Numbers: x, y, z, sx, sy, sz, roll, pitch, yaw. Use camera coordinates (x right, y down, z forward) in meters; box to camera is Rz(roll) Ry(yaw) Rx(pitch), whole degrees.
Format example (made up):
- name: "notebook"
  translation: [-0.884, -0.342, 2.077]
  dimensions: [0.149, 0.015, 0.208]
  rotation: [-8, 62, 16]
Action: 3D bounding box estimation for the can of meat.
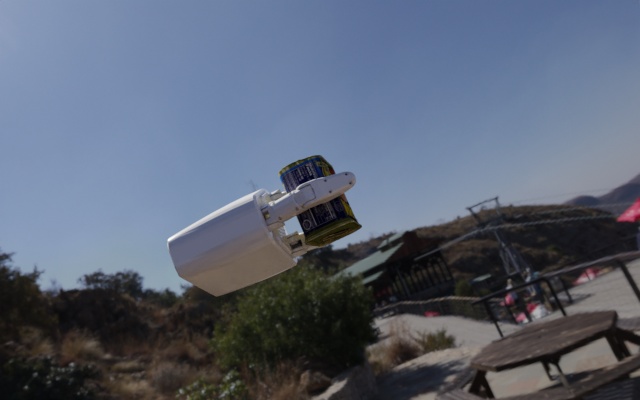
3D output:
- name: "can of meat"
  translation: [0.000, 0.001, 0.536]
  dimensions: [0.057, 0.084, 0.102]
  rotation: [-26, -12, 8]
